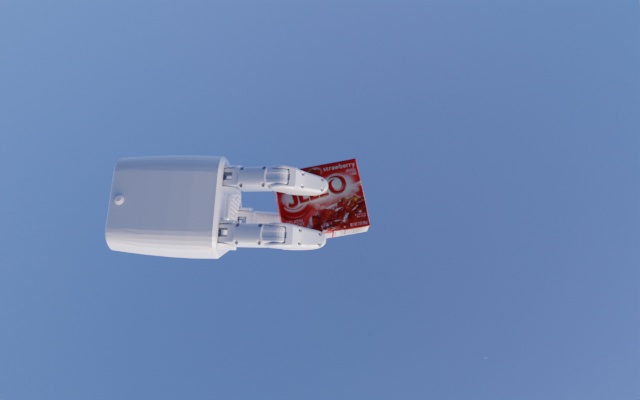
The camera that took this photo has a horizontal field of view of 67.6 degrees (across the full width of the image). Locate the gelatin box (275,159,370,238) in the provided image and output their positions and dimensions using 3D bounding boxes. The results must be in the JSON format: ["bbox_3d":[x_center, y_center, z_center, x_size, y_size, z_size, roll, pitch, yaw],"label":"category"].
[{"bbox_3d":[0.000,0.002,0.491,0.089,0.073,0.030,-10,-15,-4],"label":"gelatin box"}]
